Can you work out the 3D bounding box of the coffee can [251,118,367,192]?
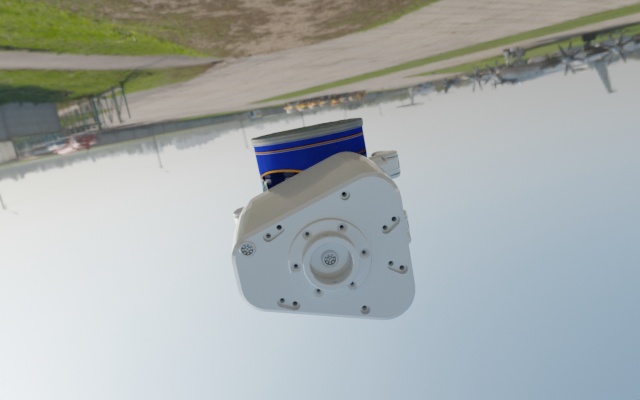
[{"bbox_3d":[0.000,0.001,0.446,0.103,0.140,0.103,-11,11,2],"label":"coffee can"}]
